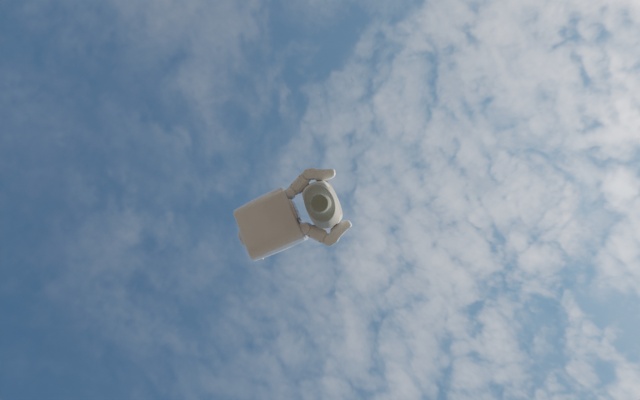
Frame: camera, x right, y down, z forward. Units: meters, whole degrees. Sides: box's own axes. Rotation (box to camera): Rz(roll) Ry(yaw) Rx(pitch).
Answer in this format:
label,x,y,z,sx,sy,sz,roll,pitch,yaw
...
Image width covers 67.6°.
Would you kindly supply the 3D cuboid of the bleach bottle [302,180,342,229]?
label,x,y,z,sx,sy,sz,roll,pitch,yaw
bleach bottle,0.000,0.003,0.884,0.068,0.102,0.251,-25,-4,1
